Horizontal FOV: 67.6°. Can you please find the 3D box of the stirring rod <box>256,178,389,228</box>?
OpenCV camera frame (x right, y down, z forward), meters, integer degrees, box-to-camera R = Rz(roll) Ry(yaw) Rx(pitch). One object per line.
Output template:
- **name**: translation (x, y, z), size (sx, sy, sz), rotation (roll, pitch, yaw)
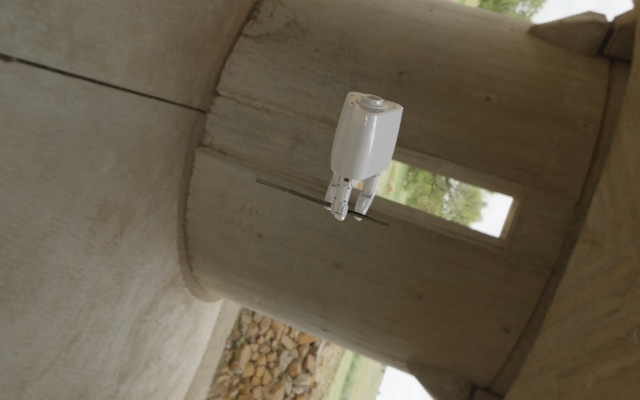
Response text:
- **stirring rod**: translation (0.000, 0.003, 0.805), size (0.239, 0.011, 0.011), rotation (19, 4, 12)
